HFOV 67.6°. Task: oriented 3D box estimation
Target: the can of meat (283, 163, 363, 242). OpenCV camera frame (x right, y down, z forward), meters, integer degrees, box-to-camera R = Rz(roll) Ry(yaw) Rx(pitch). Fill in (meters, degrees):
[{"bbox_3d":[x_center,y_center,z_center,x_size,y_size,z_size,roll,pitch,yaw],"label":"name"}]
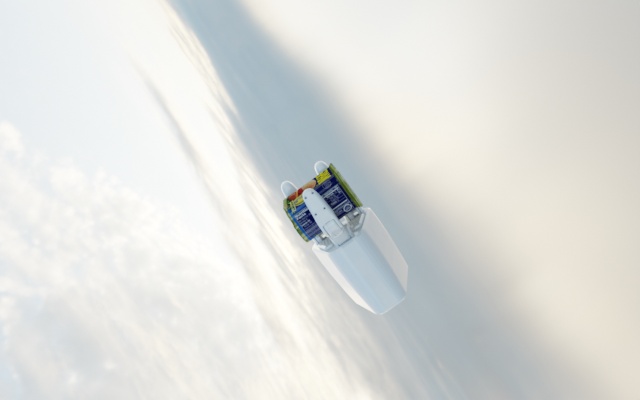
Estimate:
[{"bbox_3d":[0.000,0.002,0.616,0.084,0.057,0.102,-36,11,3],"label":"can of meat"}]
